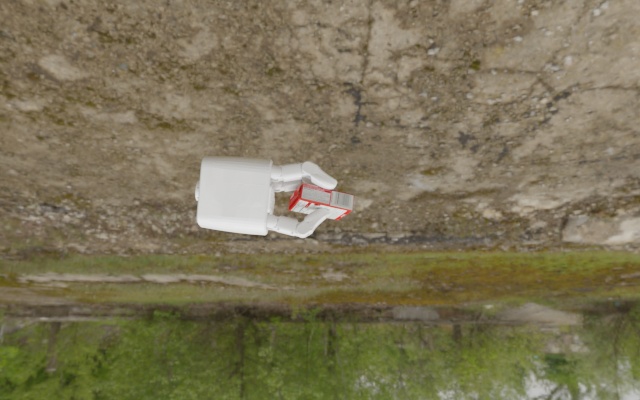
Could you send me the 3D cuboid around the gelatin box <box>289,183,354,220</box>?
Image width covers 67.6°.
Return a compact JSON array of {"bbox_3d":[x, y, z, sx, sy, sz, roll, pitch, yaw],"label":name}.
[{"bbox_3d":[0.000,0.003,0.762,0.089,0.030,0.073,13,-17,-13],"label":"gelatin box"}]
